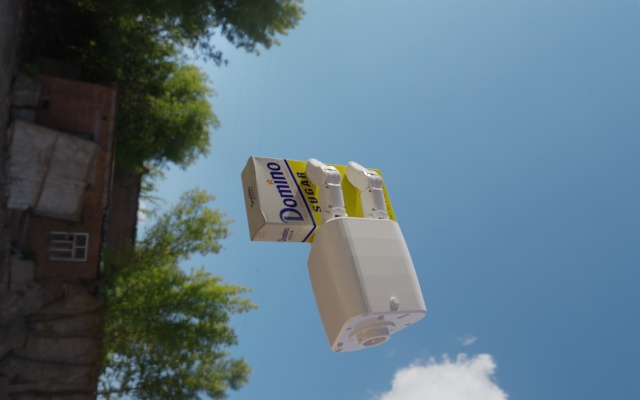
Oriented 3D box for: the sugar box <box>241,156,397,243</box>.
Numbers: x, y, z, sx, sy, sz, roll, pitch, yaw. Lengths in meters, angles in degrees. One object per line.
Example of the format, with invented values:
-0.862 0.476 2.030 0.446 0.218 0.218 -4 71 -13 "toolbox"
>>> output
0.000 0.002 0.564 0.176 0.093 0.048 5 -35 -30 "sugar box"
